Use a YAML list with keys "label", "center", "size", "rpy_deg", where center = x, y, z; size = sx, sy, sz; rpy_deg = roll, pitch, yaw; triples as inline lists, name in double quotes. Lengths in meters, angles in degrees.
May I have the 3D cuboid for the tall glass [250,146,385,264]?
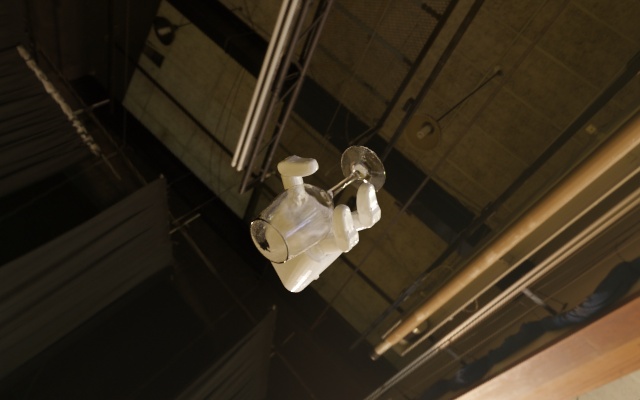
- label: "tall glass"
  center: [0.001, 0.002, 0.619]
  size: [0.079, 0.079, 0.201]
  rpy_deg: [0, 27, 43]
